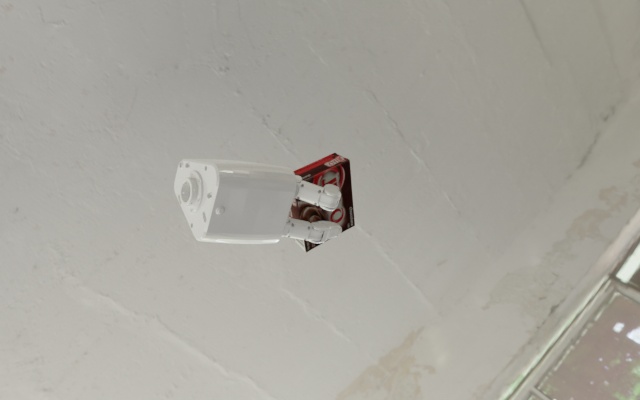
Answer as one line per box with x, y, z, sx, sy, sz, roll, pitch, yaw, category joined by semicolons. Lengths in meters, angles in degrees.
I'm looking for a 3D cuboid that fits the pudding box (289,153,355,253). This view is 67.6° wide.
0.000;0.002;0.655;0.090;0.114;0.039;-26;40;-26;pudding box
